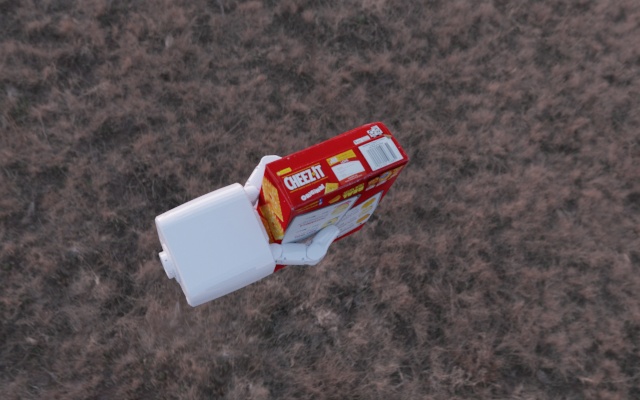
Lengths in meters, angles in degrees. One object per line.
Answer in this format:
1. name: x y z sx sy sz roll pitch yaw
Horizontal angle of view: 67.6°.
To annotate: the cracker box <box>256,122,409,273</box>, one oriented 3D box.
1. cracker box: 0.000 0.002 0.630 0.164 0.072 0.214 -24 -19 -23
